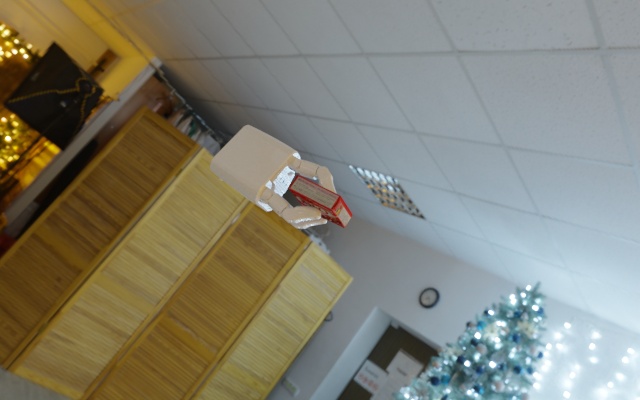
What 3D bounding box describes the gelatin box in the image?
[{"bbox_3d":[0.001,0.002,0.757,0.089,0.030,0.073,26,-14,28],"label":"gelatin box"}]
